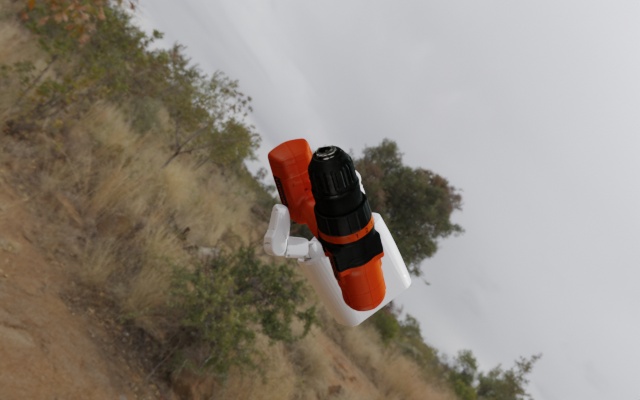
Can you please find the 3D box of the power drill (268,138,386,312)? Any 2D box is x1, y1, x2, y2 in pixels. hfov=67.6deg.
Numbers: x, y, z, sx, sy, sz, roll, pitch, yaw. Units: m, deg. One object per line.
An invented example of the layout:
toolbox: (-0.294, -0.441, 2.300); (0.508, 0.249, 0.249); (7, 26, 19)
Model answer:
power drill: (0.000, 0.002, 0.502); (0.057, 0.184, 0.187); (-22, 33, -11)
